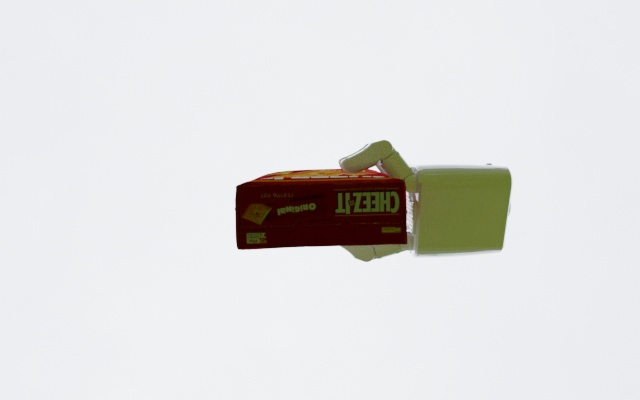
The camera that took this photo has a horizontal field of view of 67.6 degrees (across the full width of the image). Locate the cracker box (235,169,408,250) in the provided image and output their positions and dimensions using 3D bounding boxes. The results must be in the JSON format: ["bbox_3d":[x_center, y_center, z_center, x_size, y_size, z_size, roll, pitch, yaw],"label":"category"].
[{"bbox_3d":[0.000,0.002,0.551,0.164,0.072,0.213,-2,5,0],"label":"cracker box"}]
